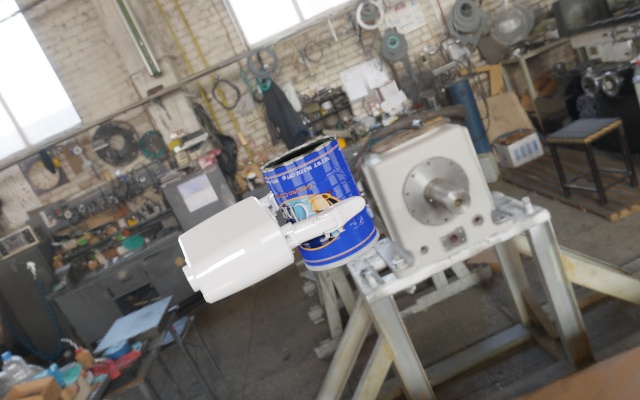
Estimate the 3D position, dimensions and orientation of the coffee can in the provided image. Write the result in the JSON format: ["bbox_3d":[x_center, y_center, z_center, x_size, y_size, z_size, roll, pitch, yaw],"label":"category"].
[{"bbox_3d":[0.000,0.002,0.599,0.103,0.140,0.102,-23,13,6],"label":"coffee can"}]
